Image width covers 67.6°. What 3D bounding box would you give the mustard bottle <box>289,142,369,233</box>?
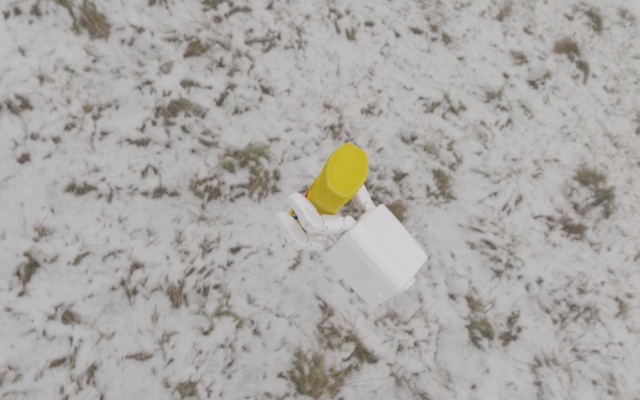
[{"bbox_3d":[0.000,0.002,0.706,0.058,0.096,0.192,30,-38,-7],"label":"mustard bottle"}]
